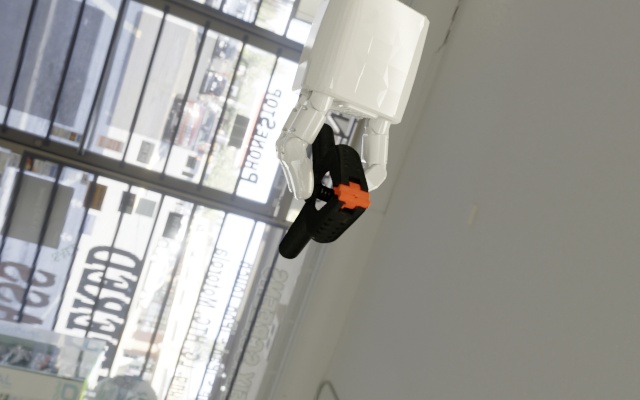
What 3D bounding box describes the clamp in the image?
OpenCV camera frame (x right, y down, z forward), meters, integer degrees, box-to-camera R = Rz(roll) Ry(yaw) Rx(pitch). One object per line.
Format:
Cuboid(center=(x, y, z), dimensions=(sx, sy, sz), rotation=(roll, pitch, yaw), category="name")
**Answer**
Cuboid(center=(0.001, 0.002, 0.481), dimensions=(0.036, 0.164, 0.210), rotation=(15, 6, -14), category="clamp")
